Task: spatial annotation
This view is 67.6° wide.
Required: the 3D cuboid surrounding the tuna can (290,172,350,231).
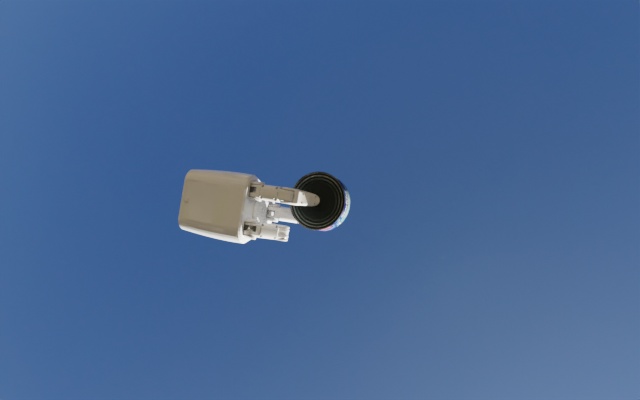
[{"bbox_3d":[0.000,0.002,0.705,0.086,0.086,0.034,0,-7,20],"label":"tuna can"}]
